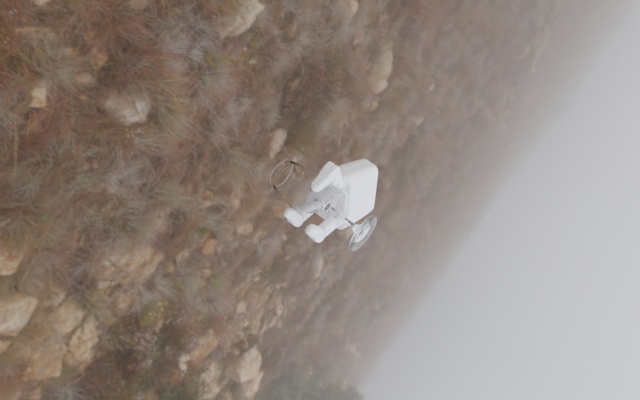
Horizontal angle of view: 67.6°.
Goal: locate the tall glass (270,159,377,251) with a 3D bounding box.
[{"bbox_3d":[0.001,0.003,0.855,0.201,0.079,0.079,36,16,23],"label":"tall glass"}]
